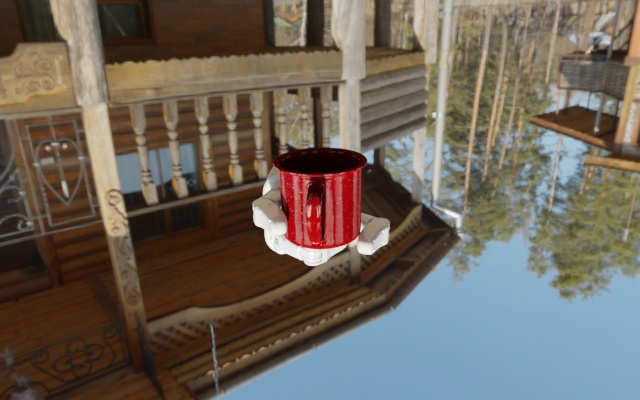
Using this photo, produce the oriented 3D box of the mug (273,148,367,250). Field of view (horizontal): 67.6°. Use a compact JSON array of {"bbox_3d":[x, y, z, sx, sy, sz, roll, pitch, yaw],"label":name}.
[{"bbox_3d":[0.000,0.002,0.473,0.093,0.081,0.117,0,21,3],"label":"mug"}]
